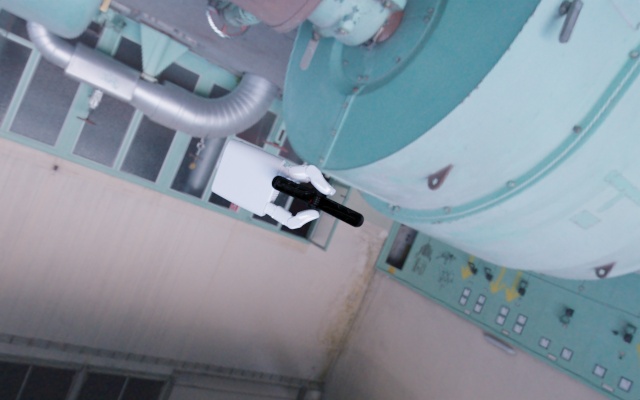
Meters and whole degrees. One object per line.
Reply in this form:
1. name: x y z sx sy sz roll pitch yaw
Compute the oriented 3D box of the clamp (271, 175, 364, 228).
1. clamp: 0.000 0.003 0.867 0.164 0.036 0.210 26 1 3
